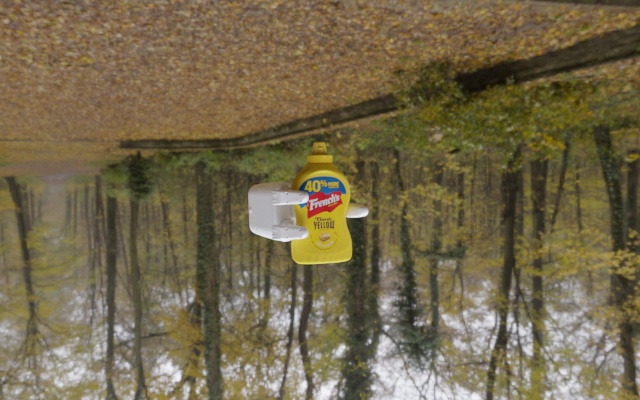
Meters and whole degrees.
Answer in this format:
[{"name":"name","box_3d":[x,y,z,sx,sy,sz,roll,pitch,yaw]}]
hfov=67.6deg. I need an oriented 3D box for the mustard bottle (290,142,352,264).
[{"name":"mustard bottle","box_3d":[0.000,0.003,0.767,0.096,0.191,0.058,-2,3,-11]}]
